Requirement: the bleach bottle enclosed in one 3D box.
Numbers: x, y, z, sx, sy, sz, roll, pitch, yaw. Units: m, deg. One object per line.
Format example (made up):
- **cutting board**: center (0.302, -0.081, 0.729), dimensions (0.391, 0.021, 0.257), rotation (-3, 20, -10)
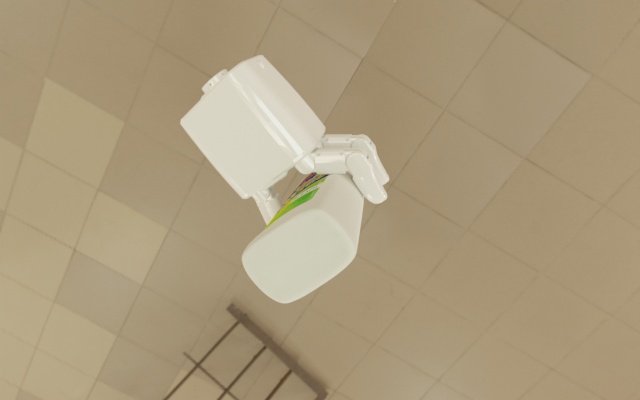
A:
- **bleach bottle**: center (0.000, 0.002, 0.516), dimensions (0.102, 0.068, 0.250), rotation (-35, 13, 20)
